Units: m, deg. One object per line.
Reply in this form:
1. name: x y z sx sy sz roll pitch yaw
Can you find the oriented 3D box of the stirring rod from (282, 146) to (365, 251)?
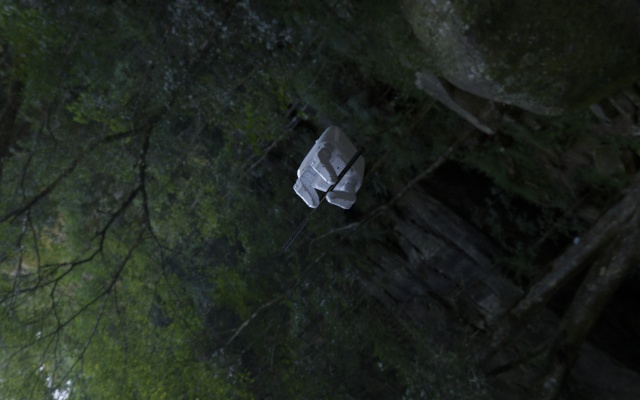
1. stirring rod: 0.000 0.003 0.804 0.011 0.240 0.011 29 27 -17
